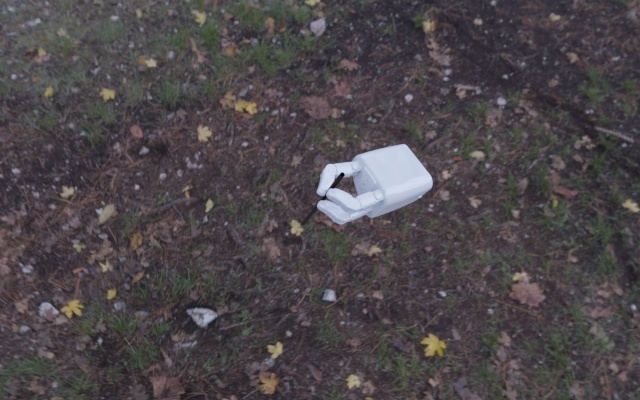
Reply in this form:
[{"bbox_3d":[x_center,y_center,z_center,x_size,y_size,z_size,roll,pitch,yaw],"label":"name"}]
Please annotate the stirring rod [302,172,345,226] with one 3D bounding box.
[{"bbox_3d":[0.000,0.003,0.860,0.011,0.011,0.240,0,-22,-18],"label":"stirring rod"}]
